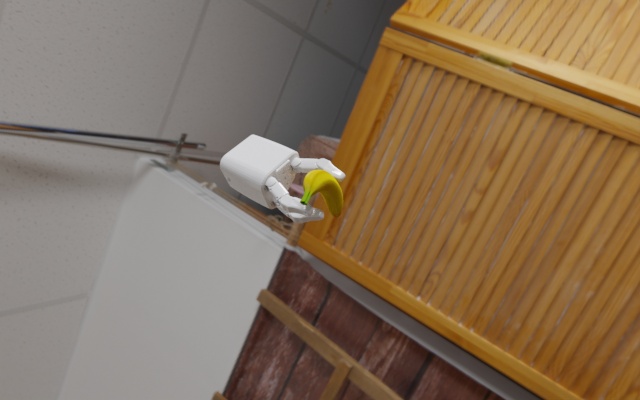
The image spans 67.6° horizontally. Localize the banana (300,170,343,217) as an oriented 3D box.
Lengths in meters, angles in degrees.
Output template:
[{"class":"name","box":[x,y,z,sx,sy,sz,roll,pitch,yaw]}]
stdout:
[{"class":"banana","box":[0.006,-0.015,0.848,0.037,0.069,0.198,22,-1,22]}]
